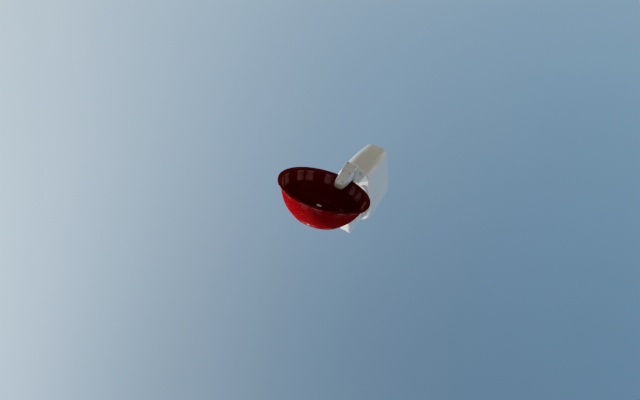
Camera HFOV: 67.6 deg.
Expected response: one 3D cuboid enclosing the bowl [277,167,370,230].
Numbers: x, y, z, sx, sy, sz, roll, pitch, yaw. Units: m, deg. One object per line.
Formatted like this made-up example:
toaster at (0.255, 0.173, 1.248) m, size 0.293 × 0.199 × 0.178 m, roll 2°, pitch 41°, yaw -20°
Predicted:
bowl at (-0.001, 0.003, 0.810) m, size 0.162 × 0.055 × 0.162 m, roll 14°, pitch 26°, yaw -7°
